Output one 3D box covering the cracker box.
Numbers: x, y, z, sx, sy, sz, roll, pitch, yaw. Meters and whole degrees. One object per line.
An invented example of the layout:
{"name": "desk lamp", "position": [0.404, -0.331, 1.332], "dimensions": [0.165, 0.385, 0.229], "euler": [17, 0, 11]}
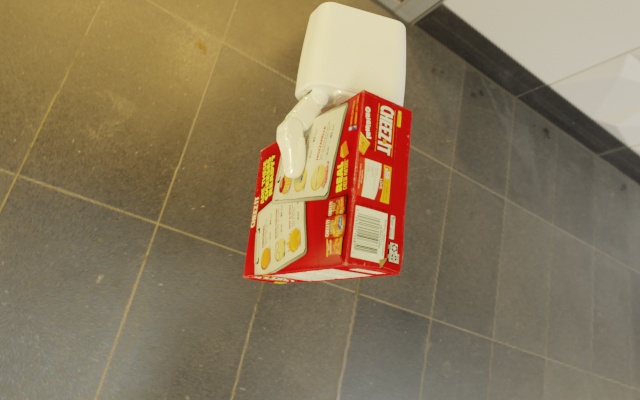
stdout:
{"name": "cracker box", "position": [0.000, 0.002, 0.511], "dimensions": [0.072, 0.164, 0.214], "euler": [15, -18, -29]}
